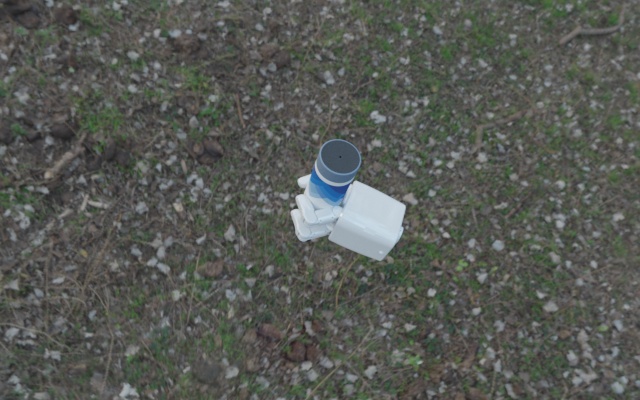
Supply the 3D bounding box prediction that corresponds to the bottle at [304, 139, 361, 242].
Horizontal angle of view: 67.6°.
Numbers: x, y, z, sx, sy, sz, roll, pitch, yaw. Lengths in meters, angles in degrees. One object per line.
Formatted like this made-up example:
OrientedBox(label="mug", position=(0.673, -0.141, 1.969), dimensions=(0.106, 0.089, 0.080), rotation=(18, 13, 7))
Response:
OrientedBox(label="bottle", position=(0.000, 0.003, 0.859), dimensions=(0.069, 0.069, 0.296), rotation=(0, -28, -14))
